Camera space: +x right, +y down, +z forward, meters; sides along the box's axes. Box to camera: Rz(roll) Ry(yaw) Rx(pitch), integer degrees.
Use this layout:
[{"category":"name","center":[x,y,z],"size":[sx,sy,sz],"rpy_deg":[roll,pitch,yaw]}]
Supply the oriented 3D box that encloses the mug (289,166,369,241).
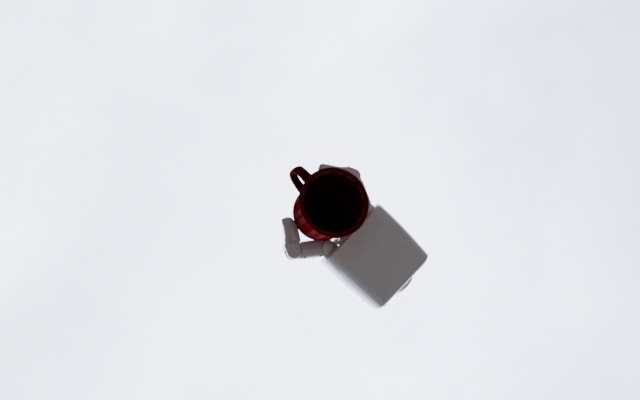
[{"category":"mug","center":[-0.001,0.001,0.649],"size":[0.093,0.117,0.081],"rpy_deg":[-45,1,-19]}]
